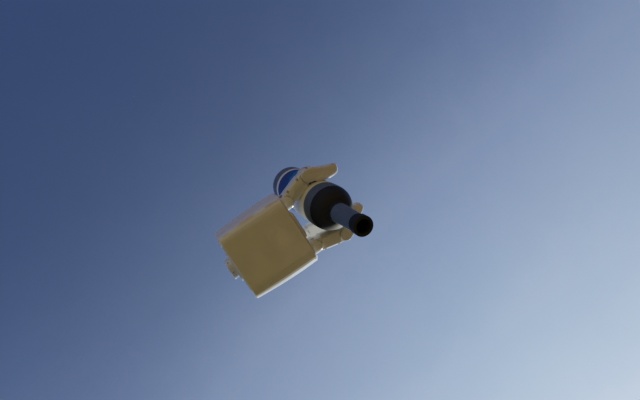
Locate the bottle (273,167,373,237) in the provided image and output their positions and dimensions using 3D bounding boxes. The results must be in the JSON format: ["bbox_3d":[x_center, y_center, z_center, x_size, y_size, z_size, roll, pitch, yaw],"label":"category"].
[{"bbox_3d":[0.000,0.002,0.713,0.069,0.069,0.295,0,11,-21],"label":"bottle"}]
